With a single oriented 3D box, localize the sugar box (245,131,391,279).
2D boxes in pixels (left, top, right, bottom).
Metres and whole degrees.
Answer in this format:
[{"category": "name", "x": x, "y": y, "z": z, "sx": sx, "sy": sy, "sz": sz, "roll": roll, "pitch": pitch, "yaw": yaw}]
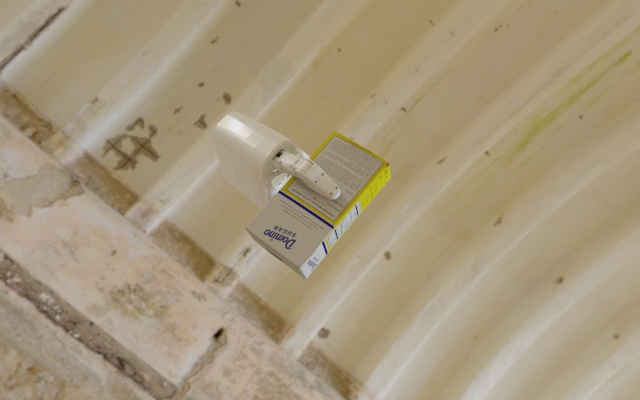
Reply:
[{"category": "sugar box", "x": 0.000, "y": 0.002, "z": 0.600, "sx": 0.093, "sy": 0.176, "sz": 0.048, "roll": 34, "pitch": -16, "yaw": 26}]
